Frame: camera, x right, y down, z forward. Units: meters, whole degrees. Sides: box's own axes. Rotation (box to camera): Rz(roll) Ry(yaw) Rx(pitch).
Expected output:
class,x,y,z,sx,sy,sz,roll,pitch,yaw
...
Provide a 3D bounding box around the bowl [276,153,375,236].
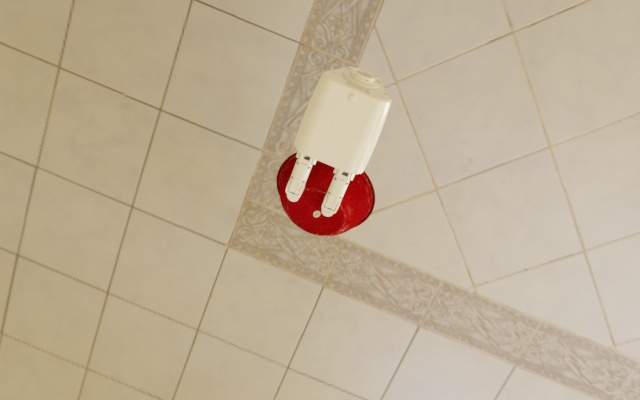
class,x,y,z,sx,sy,sz,roll,pitch,yaw
bowl,0.000,0.004,0.735,0.162,0.162,0.055,0,39,20
